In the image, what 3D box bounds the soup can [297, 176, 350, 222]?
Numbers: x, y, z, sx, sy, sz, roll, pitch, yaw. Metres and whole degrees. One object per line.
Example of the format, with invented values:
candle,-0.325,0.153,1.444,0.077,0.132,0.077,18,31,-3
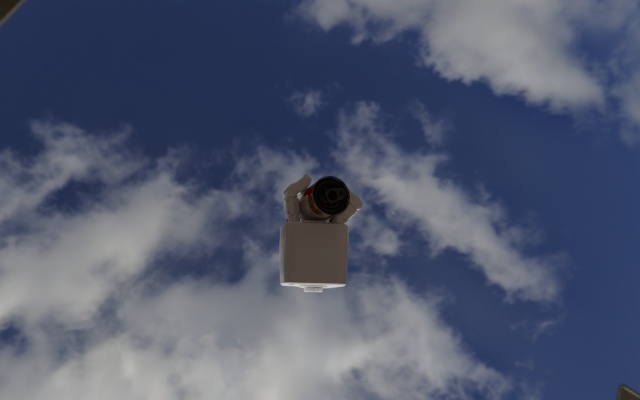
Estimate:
soup can,0.000,0.002,0.840,0.068,0.068,0.102,0,-13,-22
